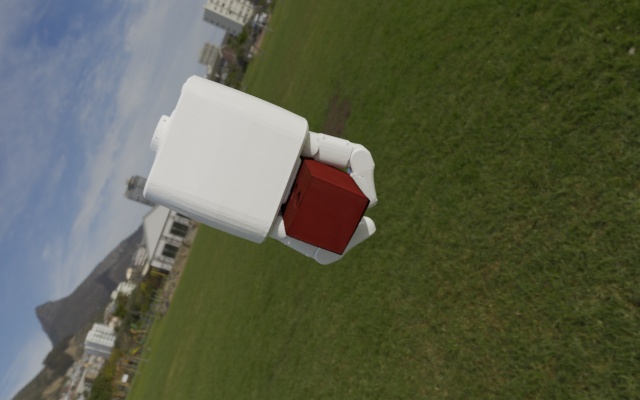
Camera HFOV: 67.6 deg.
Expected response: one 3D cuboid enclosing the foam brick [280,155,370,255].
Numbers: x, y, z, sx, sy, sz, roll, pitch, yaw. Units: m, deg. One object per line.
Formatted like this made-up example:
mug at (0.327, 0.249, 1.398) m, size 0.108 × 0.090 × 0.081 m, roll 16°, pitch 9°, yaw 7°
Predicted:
foam brick at (0.000, 0.001, 0.401) m, size 0.051 × 0.053 × 0.078 m, roll 22°, pitch 14°, yaw -15°
